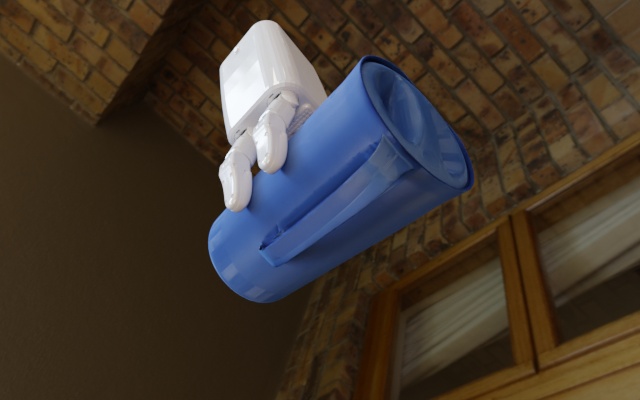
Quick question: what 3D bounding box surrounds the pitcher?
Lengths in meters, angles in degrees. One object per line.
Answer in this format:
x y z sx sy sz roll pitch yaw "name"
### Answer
0.000 0.001 0.429 0.149 0.145 0.243 16 -44 -42 "pitcher"
